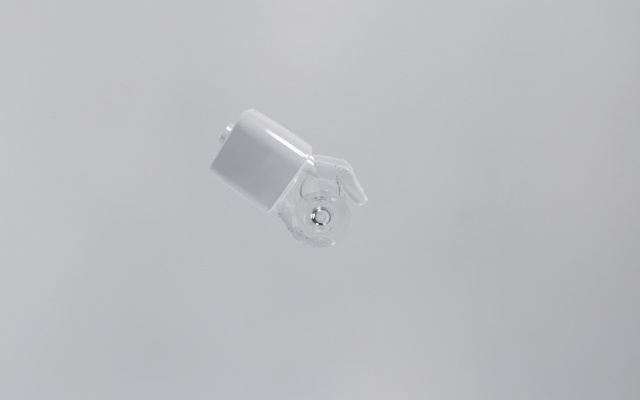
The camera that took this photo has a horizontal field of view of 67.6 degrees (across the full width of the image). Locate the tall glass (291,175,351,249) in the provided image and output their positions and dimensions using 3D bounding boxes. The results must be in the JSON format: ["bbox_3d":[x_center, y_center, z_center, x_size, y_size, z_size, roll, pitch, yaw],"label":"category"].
[{"bbox_3d":[0.000,0.003,0.685,0.079,0.079,0.201,0,12,0],"label":"tall glass"}]
